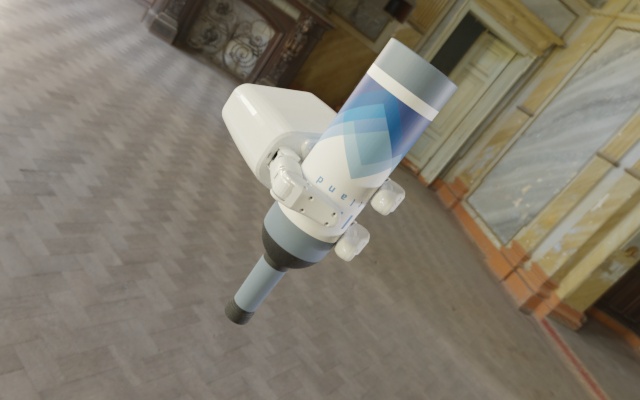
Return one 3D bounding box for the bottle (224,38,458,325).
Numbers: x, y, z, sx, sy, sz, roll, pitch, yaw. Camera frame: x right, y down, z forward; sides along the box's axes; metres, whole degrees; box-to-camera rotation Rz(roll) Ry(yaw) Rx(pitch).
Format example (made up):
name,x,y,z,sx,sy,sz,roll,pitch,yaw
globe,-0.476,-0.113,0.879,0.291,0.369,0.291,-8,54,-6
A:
name,x,y,z,sx,sy,sz,roll,pitch,yaw
bottle,0.000,0.001,0.427,0.069,0.296,0.069,33,19,-12
